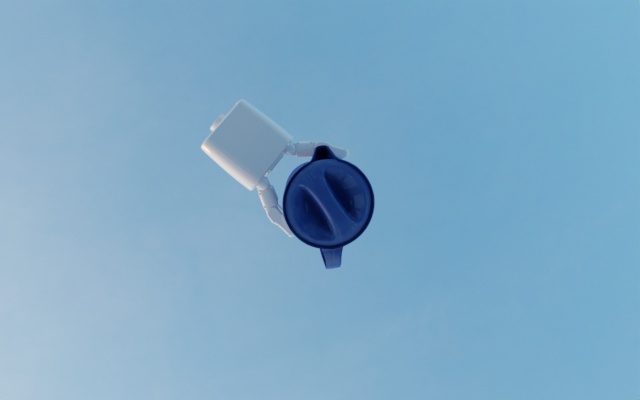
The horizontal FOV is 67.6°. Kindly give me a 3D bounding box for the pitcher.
[{"bbox_3d":[0.000,0.002,0.795,0.145,0.149,0.243,37,1,-9],"label":"pitcher"}]
